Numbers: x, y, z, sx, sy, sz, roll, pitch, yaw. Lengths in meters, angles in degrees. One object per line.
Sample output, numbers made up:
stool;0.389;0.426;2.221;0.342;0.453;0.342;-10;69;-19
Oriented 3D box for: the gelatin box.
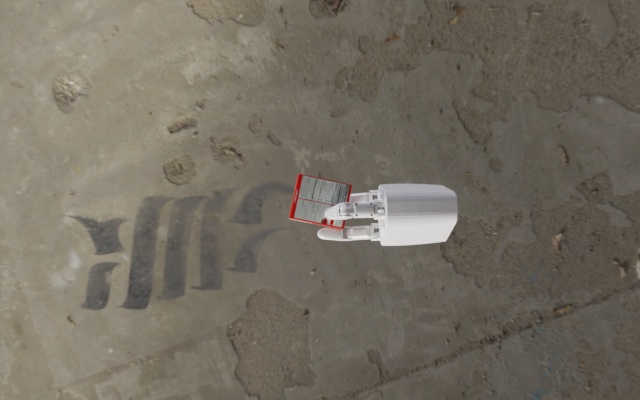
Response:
gelatin box;0.000;0.002;0.759;0.089;0.073;0.030;12;-4;-1
